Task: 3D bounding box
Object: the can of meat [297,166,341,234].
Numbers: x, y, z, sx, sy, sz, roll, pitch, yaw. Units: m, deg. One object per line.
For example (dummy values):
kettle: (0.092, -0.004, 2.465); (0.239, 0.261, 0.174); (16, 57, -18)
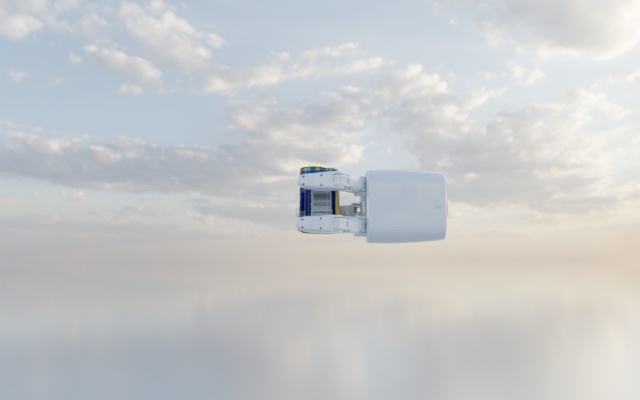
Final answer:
can of meat: (0.000, 0.002, 0.665); (0.057, 0.084, 0.102); (0, -7, 4)
